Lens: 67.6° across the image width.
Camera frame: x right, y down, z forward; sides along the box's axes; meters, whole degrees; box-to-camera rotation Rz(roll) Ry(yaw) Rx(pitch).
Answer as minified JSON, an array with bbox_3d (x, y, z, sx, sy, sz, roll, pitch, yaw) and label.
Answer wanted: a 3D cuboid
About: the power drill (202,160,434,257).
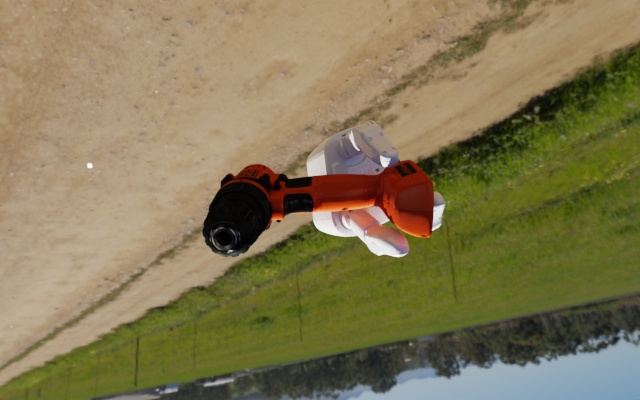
[{"bbox_3d":[0.001,0.001,0.425,0.187,0.057,0.184,0,17,0],"label":"power drill"}]
